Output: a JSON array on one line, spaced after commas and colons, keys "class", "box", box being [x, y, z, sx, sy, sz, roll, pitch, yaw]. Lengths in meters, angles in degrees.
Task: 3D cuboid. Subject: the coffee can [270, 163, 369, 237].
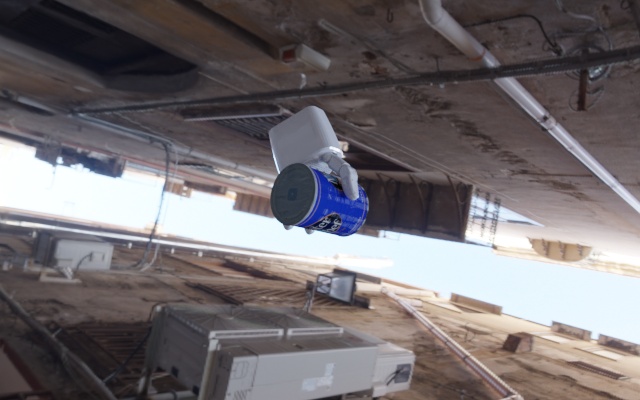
[{"class": "coffee can", "box": [0.000, 0.003, 0.814, 0.103, 0.103, 0.140, 0, -11, 43]}]
